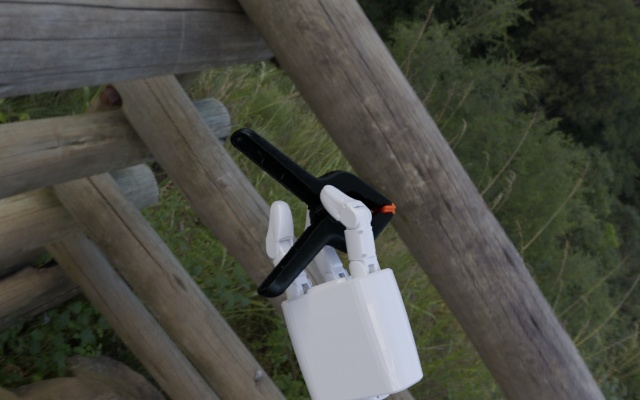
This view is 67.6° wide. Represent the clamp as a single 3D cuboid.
[{"bbox_3d":[0.001,0.002,0.504,0.210,0.164,0.036,-7,-14,-45],"label":"clamp"}]
